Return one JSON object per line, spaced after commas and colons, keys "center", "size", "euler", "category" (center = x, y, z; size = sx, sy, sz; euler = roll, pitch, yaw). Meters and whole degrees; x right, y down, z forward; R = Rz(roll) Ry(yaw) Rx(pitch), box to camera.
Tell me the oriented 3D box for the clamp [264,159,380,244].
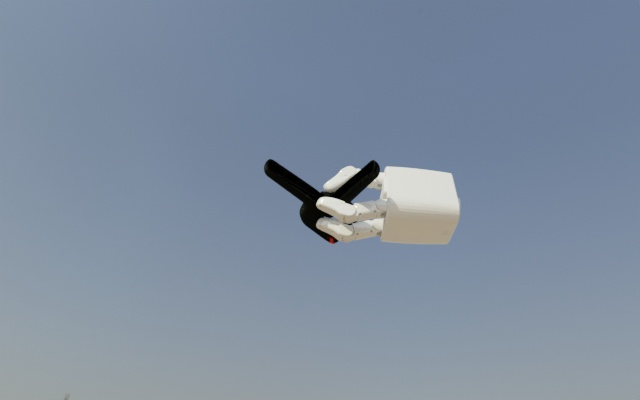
{"center": [0.000, 0.002, 0.745], "size": [0.164, 0.036, 0.210], "euler": [6, -34, 3], "category": "clamp"}
